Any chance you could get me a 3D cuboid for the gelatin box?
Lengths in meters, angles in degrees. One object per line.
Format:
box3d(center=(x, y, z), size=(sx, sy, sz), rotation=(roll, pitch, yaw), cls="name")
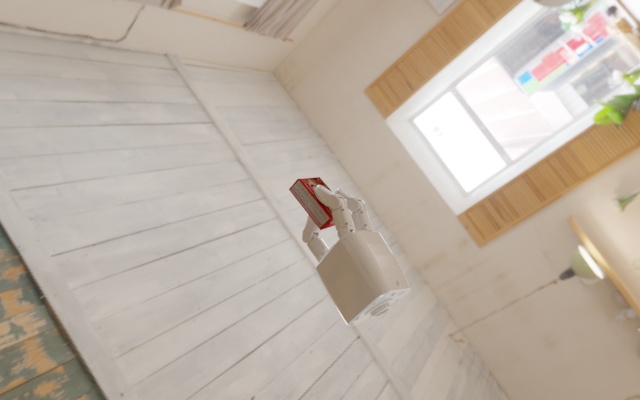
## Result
box3d(center=(0.000, 0.003, 0.785), size=(0.030, 0.089, 0.073), rotation=(-46, -16, 24), cls="gelatin box")
